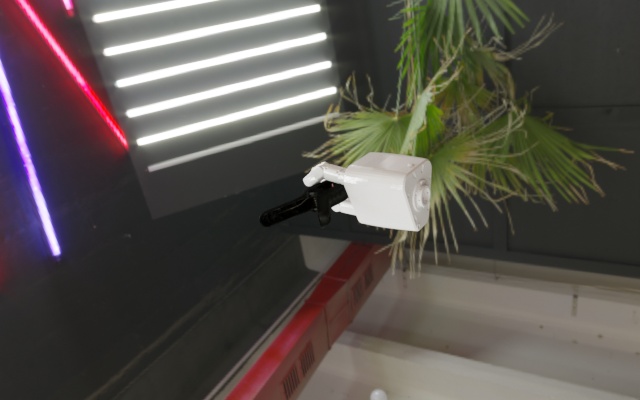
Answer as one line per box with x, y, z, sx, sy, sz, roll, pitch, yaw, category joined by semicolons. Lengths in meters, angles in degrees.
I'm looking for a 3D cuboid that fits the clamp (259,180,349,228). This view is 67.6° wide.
0.000;0.003;0.743;0.120;0.039;0.171;9;31;38;clamp
